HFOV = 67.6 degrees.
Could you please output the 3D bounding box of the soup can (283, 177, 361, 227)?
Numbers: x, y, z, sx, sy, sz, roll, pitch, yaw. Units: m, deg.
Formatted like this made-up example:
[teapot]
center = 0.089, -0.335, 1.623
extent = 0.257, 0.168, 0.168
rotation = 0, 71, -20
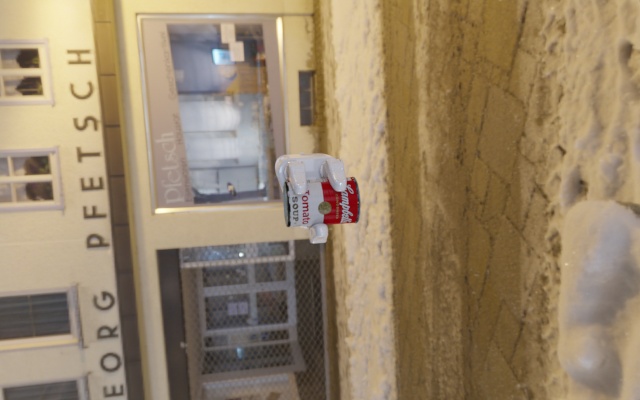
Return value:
[soup can]
center = 0.000, 0.002, 0.683
extent = 0.102, 0.068, 0.068
rotation = -3, 0, -9
